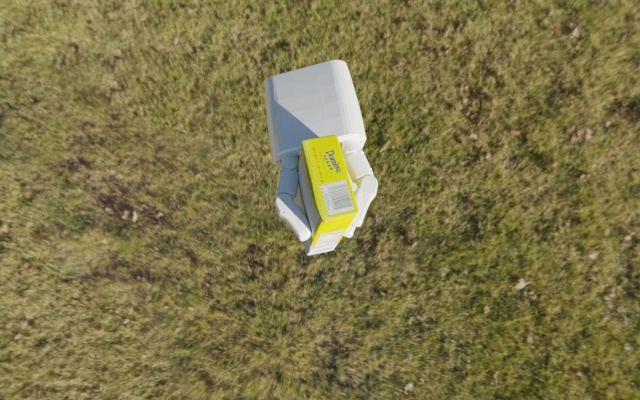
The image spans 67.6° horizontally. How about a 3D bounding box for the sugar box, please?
[{"bbox_3d":[0.001,0.002,0.575,0.048,0.093,0.176,-12,-16,-8],"label":"sugar box"}]
